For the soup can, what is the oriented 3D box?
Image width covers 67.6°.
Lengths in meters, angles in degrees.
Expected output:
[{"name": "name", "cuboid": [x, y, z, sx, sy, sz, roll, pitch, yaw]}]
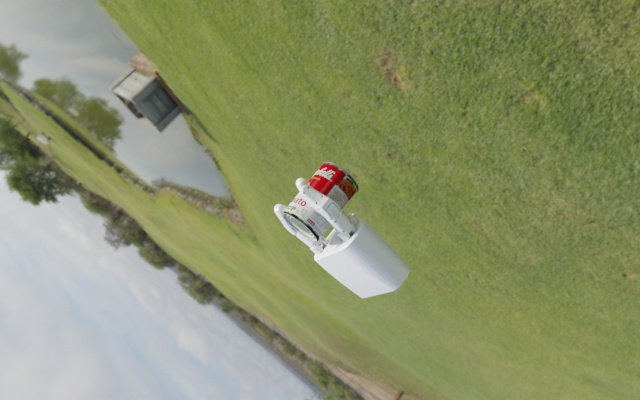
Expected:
[{"name": "soup can", "cuboid": [0.000, 0.002, 0.710, 0.068, 0.102, 0.068, 35, -17, 12]}]
